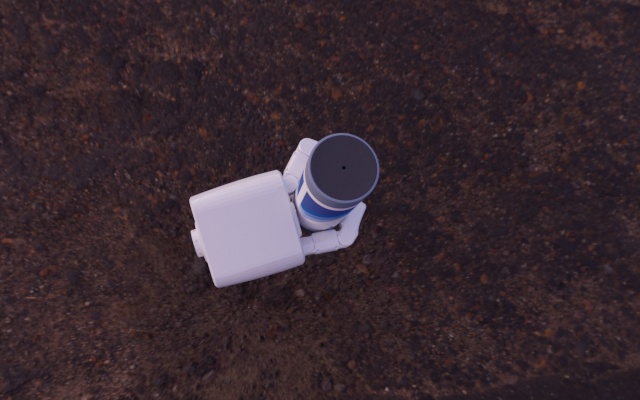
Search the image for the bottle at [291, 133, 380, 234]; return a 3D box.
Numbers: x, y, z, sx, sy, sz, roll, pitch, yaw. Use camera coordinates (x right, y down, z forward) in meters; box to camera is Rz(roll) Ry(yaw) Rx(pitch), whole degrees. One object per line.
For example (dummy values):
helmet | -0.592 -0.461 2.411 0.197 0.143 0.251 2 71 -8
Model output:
bottle | 0.000 0.002 0.573 0.069 0.069 0.296 0 -12 -9
